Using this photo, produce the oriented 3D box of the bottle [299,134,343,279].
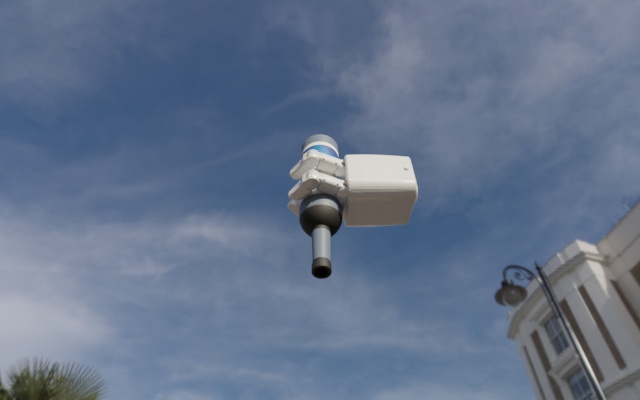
[{"bbox_3d":[0.000,0.002,0.757,0.069,0.069,0.295,0,40,-1],"label":"bottle"}]
